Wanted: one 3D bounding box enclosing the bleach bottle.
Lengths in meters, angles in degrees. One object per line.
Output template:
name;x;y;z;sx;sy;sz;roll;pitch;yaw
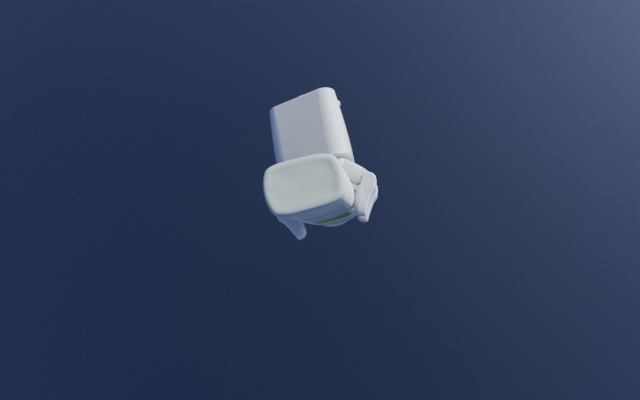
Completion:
bleach bottle;0.000;0.002;0.685;0.102;0.068;0.251;-14;-12;6
